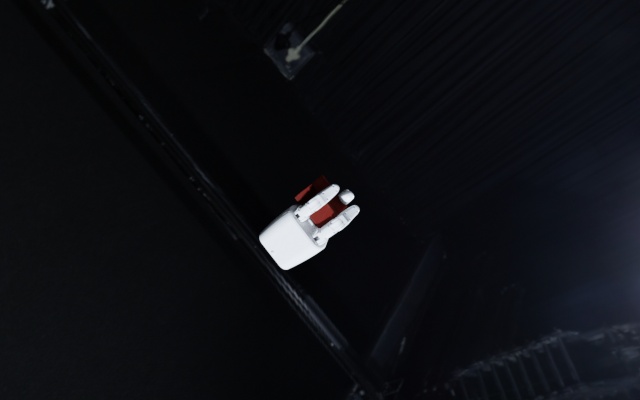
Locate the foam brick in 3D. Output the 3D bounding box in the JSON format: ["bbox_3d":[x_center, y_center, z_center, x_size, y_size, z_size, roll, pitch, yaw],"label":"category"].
[{"bbox_3d":[0.000,0.003,0.894,0.051,0.078,0.053,-36,2,33],"label":"foam brick"}]
